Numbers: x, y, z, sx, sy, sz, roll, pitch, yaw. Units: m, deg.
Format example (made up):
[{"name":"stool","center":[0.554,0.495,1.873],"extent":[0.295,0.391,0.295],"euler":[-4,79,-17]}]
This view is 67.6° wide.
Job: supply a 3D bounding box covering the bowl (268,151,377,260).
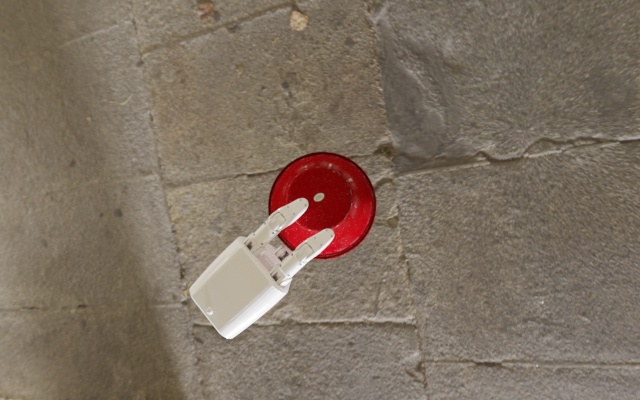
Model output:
[{"name":"bowl","center":[0.001,0.001,0.682],"extent":[0.162,0.162,0.055],"euler":[0,-9,4]}]
